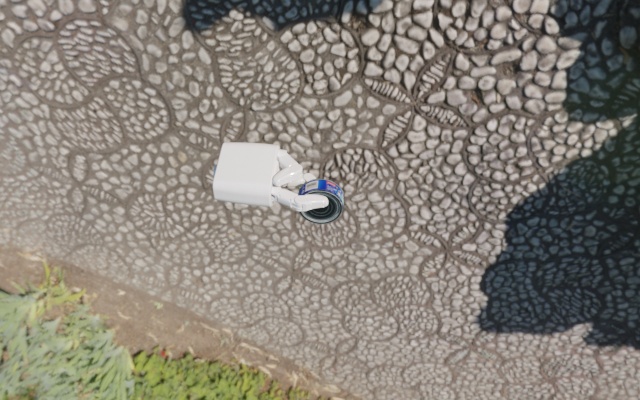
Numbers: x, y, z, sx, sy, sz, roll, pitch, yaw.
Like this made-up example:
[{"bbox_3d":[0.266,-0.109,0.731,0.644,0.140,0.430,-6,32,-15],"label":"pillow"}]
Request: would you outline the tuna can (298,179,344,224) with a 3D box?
[{"bbox_3d":[0.000,0.003,0.878,0.086,0.086,0.033,0,41,4],"label":"tuna can"}]
